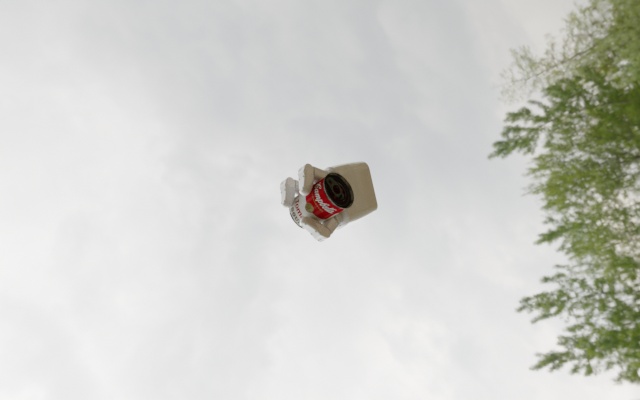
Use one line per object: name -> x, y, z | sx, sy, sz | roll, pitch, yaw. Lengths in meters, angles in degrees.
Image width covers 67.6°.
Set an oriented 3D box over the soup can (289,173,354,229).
soup can -> 0.000, 0.003, 0.843 | 0.068, 0.068, 0.102 | 0, -24, -44
